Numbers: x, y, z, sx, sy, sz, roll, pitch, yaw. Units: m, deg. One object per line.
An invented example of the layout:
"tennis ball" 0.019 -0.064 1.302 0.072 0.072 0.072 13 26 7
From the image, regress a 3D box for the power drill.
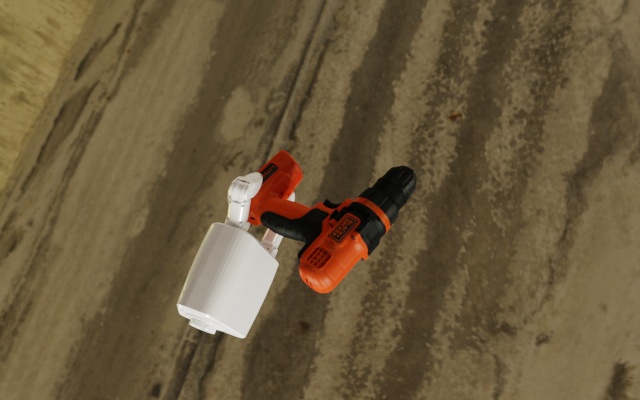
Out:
"power drill" 0.000 0.002 0.582 0.187 0.184 0.057 27 -27 38
